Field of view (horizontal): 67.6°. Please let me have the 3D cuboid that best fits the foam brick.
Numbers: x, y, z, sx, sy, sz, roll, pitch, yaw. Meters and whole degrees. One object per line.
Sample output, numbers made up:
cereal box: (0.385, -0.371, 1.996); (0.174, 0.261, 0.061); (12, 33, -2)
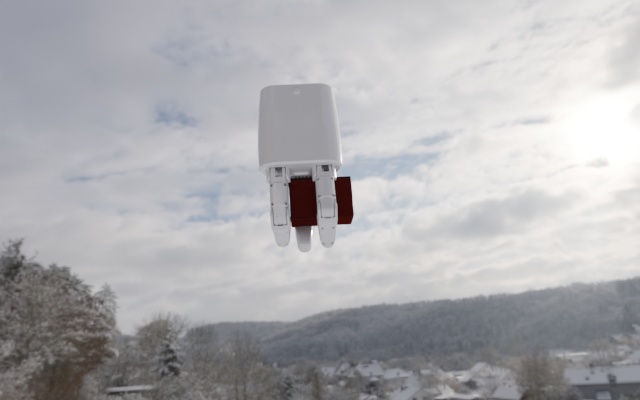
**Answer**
foam brick: (0.000, 0.002, 0.590); (0.078, 0.051, 0.053); (-3, -14, -3)
